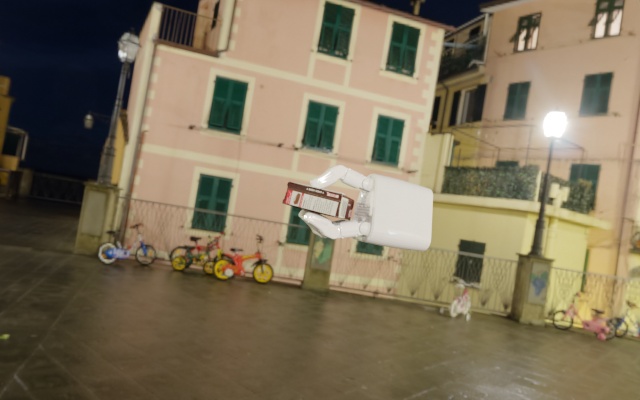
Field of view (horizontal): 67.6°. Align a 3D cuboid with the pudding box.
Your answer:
[{"bbox_3d":[0.000,0.002,0.751,0.090,0.039,0.113,13,-3,13],"label":"pudding box"}]
